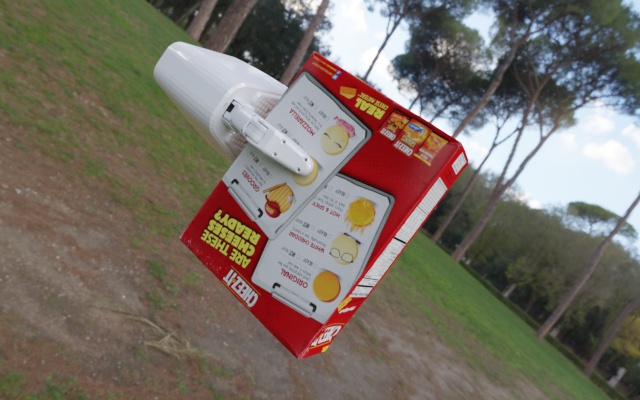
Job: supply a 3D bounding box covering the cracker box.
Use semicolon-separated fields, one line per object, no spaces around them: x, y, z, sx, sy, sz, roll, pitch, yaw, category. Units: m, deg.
0.000;0.001;0.428;0.164;0.214;0.072;39;6;25;cracker box
